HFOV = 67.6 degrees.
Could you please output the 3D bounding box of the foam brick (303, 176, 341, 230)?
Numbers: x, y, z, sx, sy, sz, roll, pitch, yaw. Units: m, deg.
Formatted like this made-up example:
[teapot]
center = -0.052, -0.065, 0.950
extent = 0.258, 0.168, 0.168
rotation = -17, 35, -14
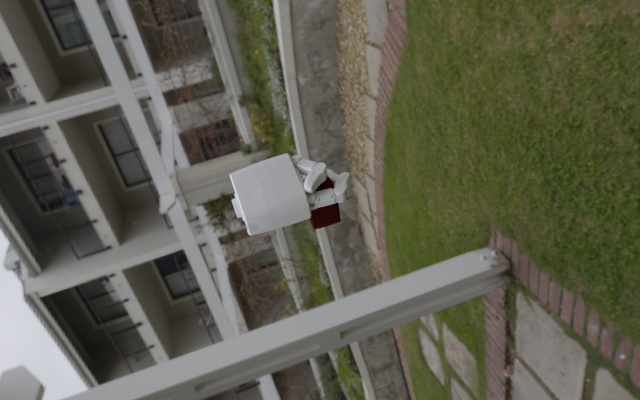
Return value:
[foam brick]
center = 0.000, 0.003, 0.837
extent = 0.051, 0.078, 0.053
rotation = -19, 46, -10
